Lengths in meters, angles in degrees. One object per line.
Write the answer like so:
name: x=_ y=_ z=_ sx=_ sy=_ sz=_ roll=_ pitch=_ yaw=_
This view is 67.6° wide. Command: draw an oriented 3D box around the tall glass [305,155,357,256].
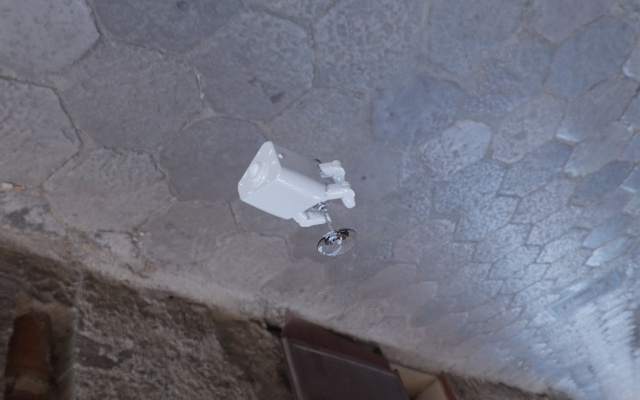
tall glass: x=0.000 y=0.004 z=0.895 sx=0.079 sy=0.201 sz=0.079 roll=-13 pitch=-40 yaw=-11
